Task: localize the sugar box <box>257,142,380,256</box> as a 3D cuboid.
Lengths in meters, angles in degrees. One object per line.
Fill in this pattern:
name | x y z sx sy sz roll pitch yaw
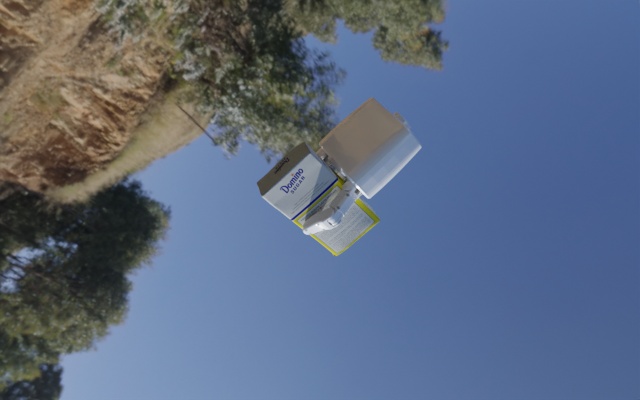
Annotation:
sugar box | 0.000 0.002 0.701 0.176 0.093 0.048 43 10 -34
